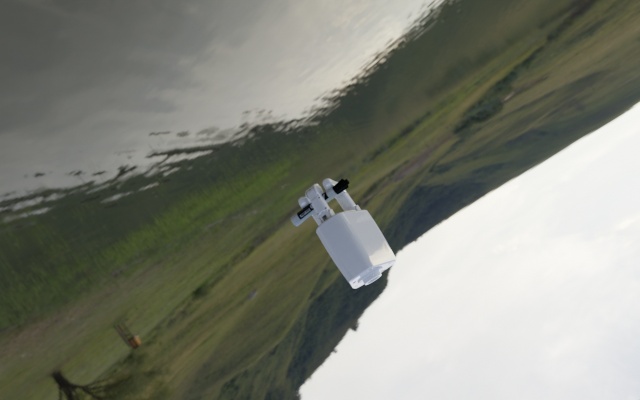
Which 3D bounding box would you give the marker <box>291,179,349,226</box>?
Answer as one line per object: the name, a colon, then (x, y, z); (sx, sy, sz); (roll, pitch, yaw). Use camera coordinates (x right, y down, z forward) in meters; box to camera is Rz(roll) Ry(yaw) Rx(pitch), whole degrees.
marker: (0.000, 0.003, 0.820); (0.121, 0.020, 0.020); (-37, -11, 14)
